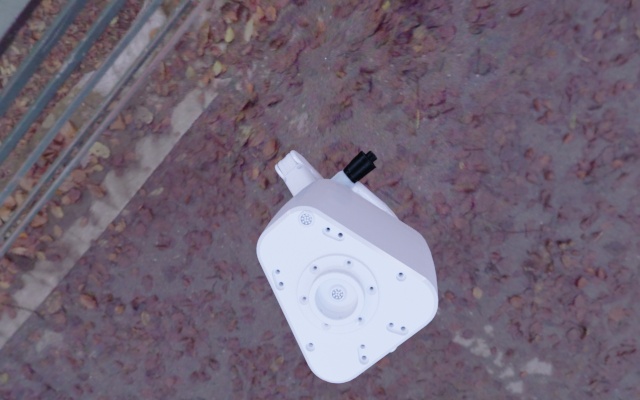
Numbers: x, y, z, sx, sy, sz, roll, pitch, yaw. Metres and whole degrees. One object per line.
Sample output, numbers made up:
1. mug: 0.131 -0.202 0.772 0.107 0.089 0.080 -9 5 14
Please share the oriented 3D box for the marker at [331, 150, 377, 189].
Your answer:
1. marker: 0.000 0.001 0.406 0.121 0.020 0.020 -42 -11 12
